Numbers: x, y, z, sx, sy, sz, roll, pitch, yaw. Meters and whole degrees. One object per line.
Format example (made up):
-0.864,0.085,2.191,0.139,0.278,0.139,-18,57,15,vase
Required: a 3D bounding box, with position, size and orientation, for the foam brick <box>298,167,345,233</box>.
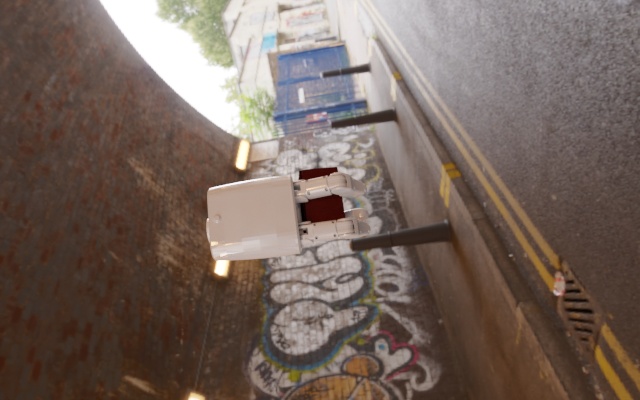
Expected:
0.000,0.002,0.622,0.051,0.078,0.053,-6,-20,-6,foam brick
